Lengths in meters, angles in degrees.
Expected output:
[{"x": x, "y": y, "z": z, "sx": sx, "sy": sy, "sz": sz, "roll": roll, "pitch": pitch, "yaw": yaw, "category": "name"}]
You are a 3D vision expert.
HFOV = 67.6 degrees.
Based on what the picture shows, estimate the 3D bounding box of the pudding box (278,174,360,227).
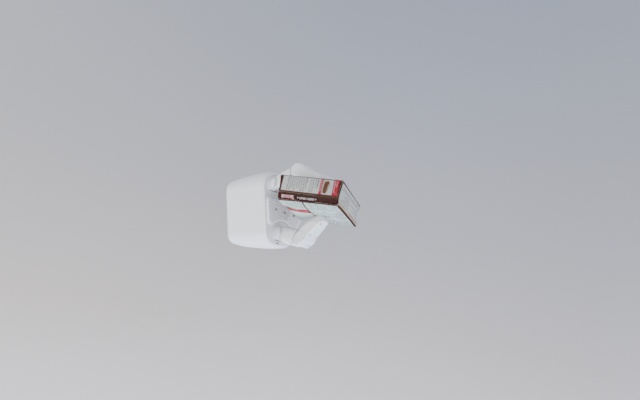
[{"x": 0.000, "y": 0.002, "z": 0.673, "sx": 0.090, "sy": 0.039, "sz": 0.113, "roll": 6, "pitch": -14, "yaw": 18, "category": "pudding box"}]
